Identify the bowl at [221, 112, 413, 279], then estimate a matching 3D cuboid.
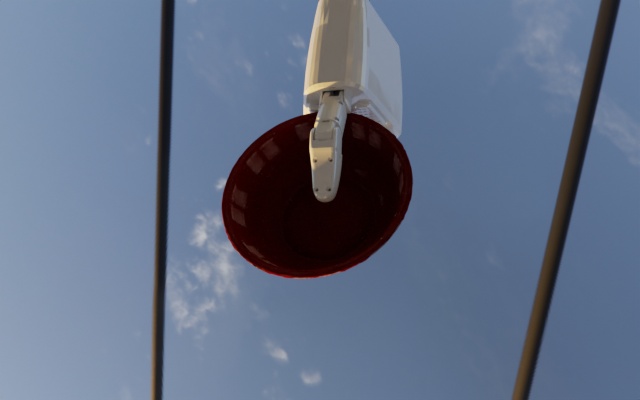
[{"bbox_3d":[0.000,0.003,0.413,0.162,0.162,0.055,0,-31,16],"label":"bowl"}]
